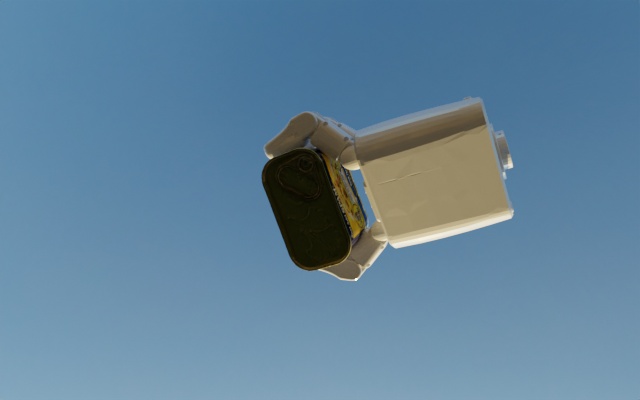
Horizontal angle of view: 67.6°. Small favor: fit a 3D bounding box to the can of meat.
[{"bbox_3d":[0.000,0.001,0.435,0.057,0.102,0.084,-19,4,21],"label":"can of meat"}]
